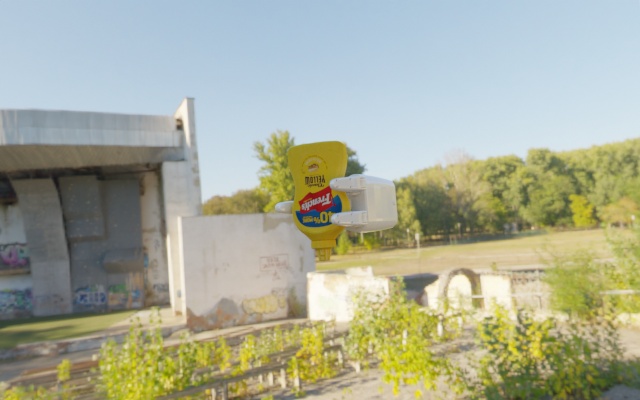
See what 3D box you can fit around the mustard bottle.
[{"bbox_3d":[0.000,0.002,0.783,0.096,0.191,0.058,-5,-4,15],"label":"mustard bottle"}]
